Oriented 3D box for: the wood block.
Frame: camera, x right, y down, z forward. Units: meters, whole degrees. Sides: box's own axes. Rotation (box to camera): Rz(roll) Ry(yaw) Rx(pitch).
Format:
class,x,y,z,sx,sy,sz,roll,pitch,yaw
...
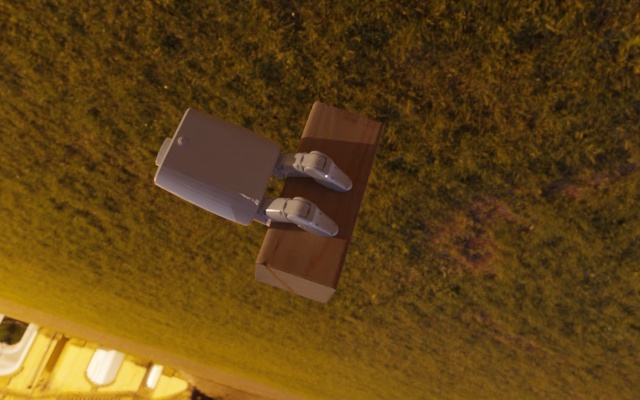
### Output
class,x,y,z,sx,sy,sz,roll,pitch,yaw
wood block,0.000,0.002,0.561,0.090,0.206,0.091,19,-22,-1
